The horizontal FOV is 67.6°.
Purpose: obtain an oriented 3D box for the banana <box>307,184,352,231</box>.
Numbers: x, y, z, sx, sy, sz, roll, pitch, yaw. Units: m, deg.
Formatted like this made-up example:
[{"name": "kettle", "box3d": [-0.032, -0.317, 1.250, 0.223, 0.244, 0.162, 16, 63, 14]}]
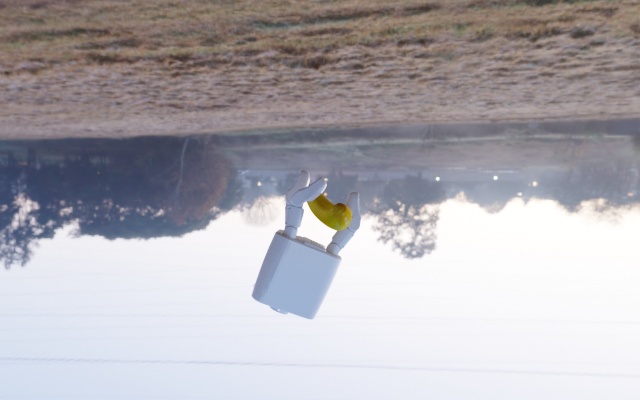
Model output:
[{"name": "banana", "box3d": [0.010, 0.015, 0.741, 0.037, 0.070, 0.197, -43, 23, -6]}]
